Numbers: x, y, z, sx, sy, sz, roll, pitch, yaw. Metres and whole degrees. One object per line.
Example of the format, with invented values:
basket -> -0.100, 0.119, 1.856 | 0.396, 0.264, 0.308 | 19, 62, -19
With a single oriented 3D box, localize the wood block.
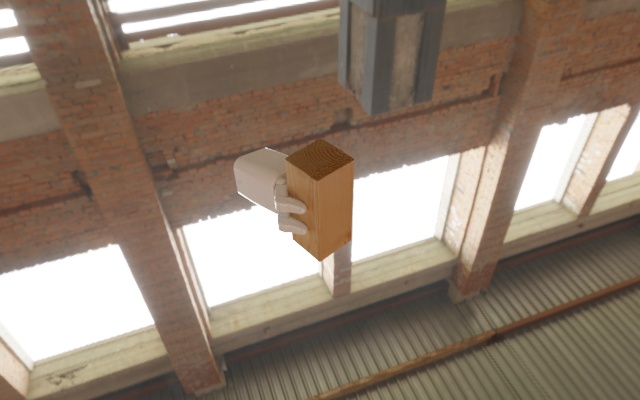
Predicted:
wood block -> 0.000, 0.003, 0.899 | 0.091, 0.206, 0.090 | -33, 51, -29
